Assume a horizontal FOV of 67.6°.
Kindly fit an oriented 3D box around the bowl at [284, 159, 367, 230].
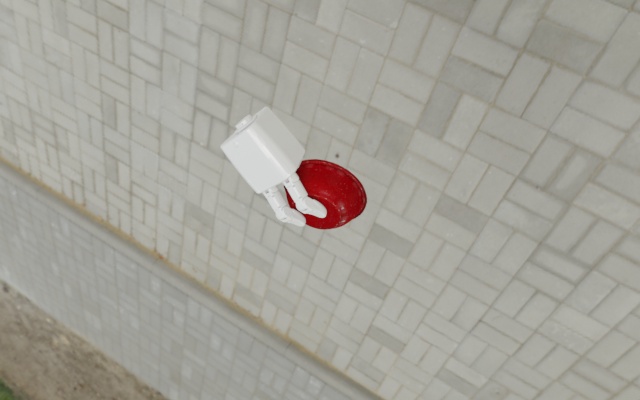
[{"bbox_3d":[0.001,0.004,0.869,0.162,0.055,0.162,12,-41,11],"label":"bowl"}]
